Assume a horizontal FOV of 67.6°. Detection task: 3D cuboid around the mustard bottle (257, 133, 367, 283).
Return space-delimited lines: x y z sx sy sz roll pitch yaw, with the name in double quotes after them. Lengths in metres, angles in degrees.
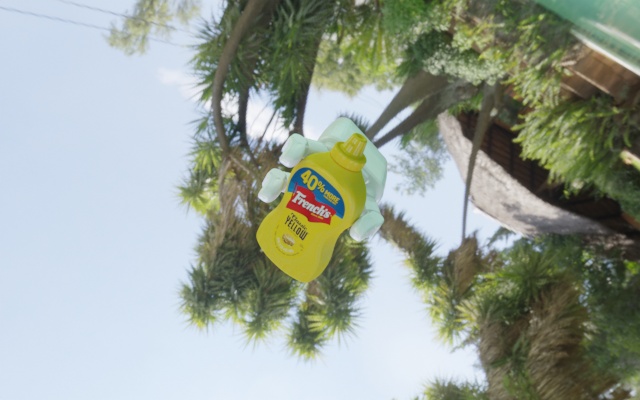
0.000 0.002 0.567 0.096 0.192 0.058 42 30 18 "mustard bottle"
